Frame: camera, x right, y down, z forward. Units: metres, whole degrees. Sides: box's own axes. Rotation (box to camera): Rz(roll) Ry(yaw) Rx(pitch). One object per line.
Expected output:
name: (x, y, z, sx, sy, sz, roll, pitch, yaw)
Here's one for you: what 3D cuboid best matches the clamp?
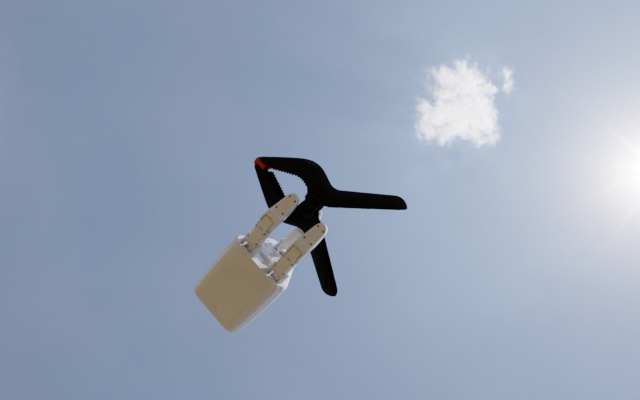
clamp: (0.000, 0.002, 0.646, 0.164, 0.210, 0.036, -46, -10, 13)
